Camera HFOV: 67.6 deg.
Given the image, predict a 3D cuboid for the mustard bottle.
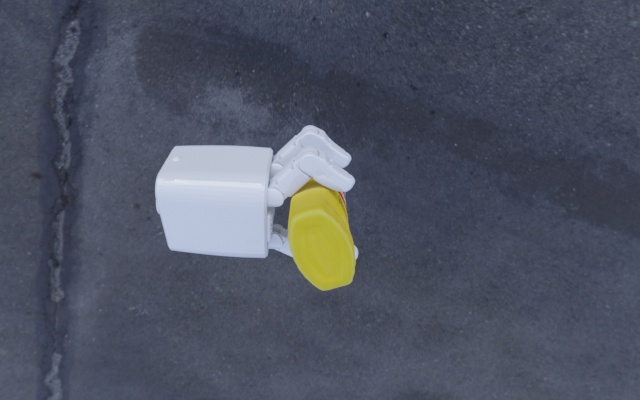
[{"bbox_3d":[0.000,0.002,0.521,0.058,0.096,0.191,-18,29,9],"label":"mustard bottle"}]
